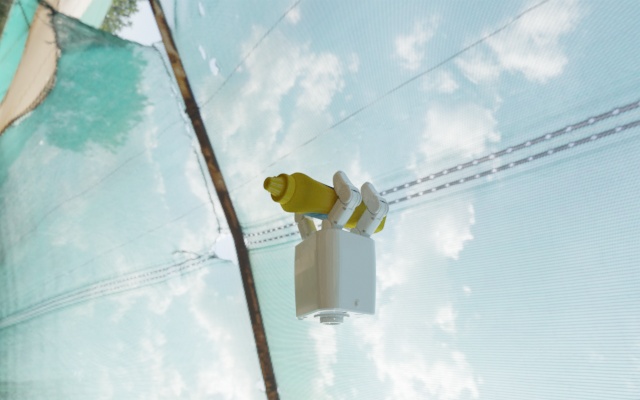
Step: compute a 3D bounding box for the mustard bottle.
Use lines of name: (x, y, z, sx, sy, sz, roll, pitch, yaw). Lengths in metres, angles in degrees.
mustard bottle: (0.000, 0.002, 0.682, 0.192, 0.058, 0.096, 19, -4, -38)
